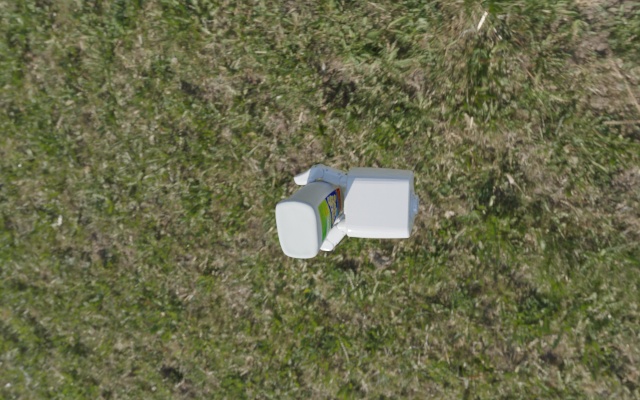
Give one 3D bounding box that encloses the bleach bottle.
[{"bbox_3d":[0.000,0.003,0.842,0.068,0.103,0.250,2,22,18],"label":"bleach bottle"}]
